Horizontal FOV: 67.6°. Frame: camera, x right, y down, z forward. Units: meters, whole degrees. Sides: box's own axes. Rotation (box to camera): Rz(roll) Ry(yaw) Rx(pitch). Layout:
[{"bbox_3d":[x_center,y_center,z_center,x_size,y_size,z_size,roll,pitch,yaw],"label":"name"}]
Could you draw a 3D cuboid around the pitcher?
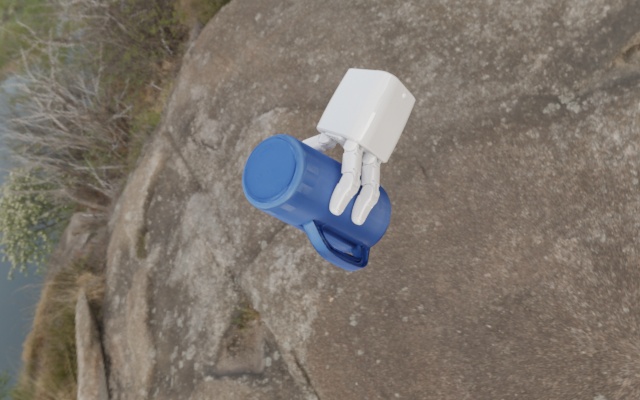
[{"bbox_3d":[0.000,0.002,0.724,0.149,0.145,0.243,31,2,38],"label":"pitcher"}]
